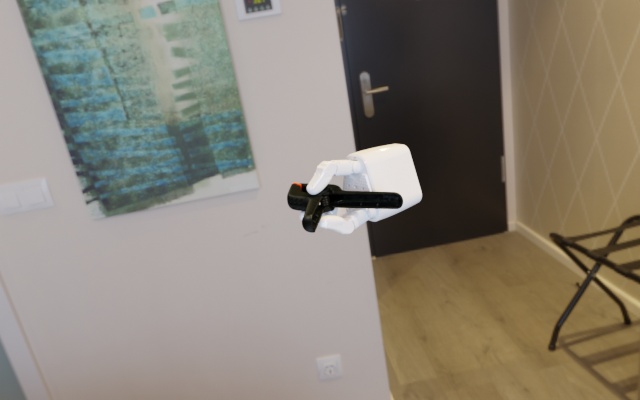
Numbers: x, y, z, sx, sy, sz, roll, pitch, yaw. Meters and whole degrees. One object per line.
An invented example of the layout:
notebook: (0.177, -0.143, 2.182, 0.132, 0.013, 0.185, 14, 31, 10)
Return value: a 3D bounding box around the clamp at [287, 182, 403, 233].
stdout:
clamp: (0.000, 0.002, 0.746, 0.164, 0.036, 0.210, -15, 18, -33)
